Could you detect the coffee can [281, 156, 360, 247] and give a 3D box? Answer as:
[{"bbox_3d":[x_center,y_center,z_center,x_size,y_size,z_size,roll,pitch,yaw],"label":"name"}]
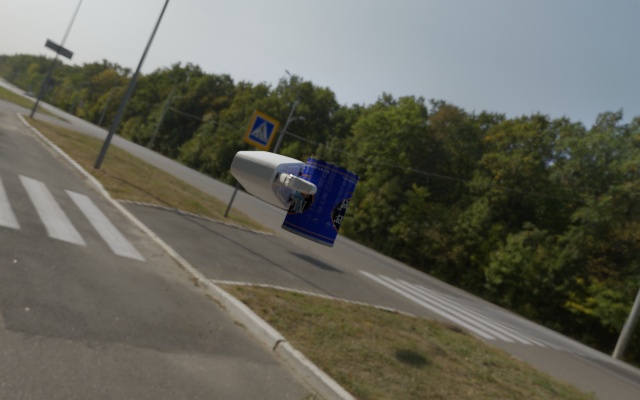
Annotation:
[{"bbox_3d":[0.000,0.003,0.878,0.103,0.140,0.103,21,-2,1],"label":"coffee can"}]
